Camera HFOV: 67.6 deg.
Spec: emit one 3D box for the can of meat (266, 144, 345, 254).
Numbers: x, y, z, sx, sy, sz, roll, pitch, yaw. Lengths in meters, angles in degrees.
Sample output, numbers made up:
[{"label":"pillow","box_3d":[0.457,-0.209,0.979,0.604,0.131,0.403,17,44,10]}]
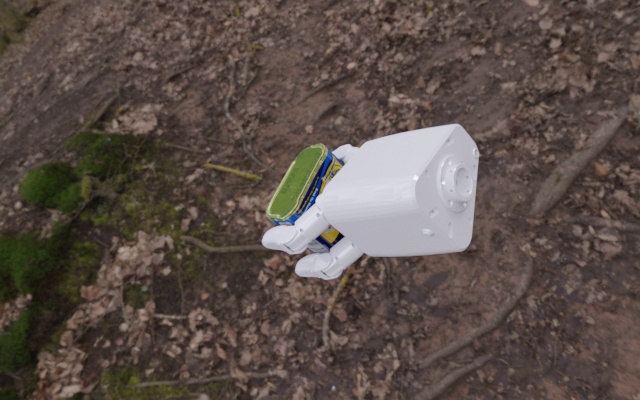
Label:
[{"label":"can of meat","box_3d":[0.000,0.001,0.521,0.084,0.102,0.057,41,-26,-31]}]
